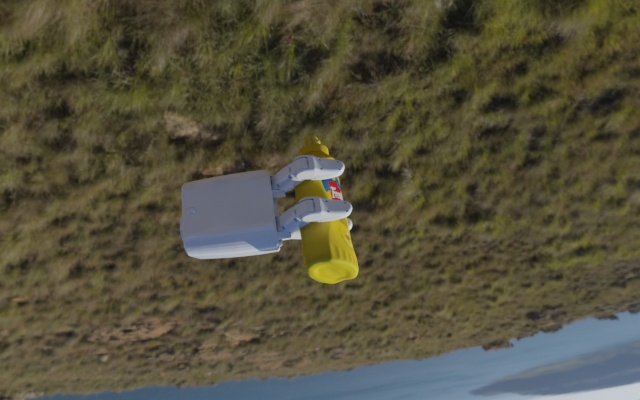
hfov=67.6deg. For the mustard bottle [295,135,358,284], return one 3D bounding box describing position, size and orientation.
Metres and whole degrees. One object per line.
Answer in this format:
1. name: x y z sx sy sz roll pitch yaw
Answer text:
1. mustard bottle: 0.000 0.002 0.600 0.058 0.191 0.096 -18 -27 17
